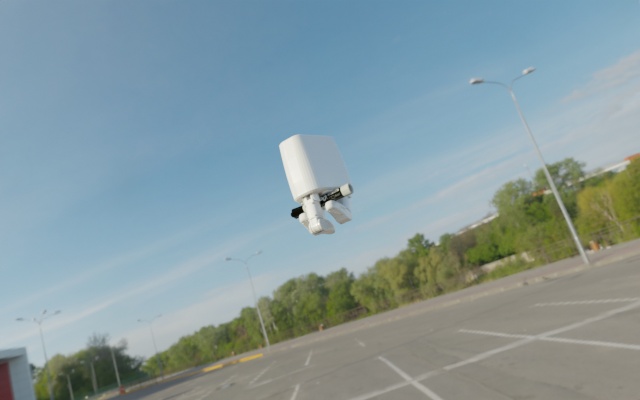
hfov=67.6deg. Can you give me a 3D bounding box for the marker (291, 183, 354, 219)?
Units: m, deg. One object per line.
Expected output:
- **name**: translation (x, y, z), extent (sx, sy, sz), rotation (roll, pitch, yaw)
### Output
- **marker**: translation (0.000, 0.003, 0.809), extent (0.121, 0.020, 0.020), rotation (-25, -11, 24)
